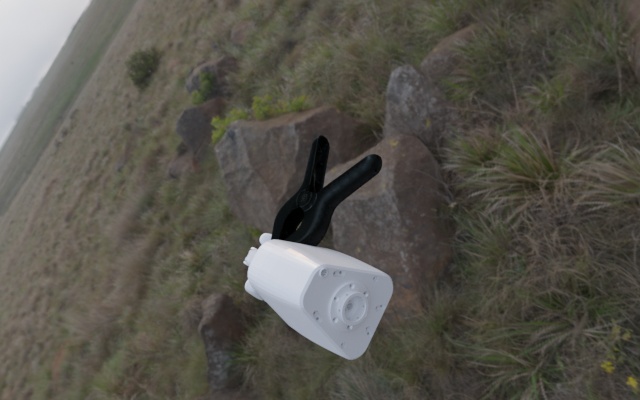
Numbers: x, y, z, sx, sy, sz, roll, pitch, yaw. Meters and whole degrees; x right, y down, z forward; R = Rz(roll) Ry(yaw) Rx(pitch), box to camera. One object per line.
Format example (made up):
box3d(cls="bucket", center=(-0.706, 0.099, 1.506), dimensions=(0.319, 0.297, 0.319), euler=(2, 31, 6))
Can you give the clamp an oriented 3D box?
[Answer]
box3d(cls="clamp", center=(0.000, 0.002, 0.562), dimensions=(0.039, 0.171, 0.120), euler=(31, -11, -34))
